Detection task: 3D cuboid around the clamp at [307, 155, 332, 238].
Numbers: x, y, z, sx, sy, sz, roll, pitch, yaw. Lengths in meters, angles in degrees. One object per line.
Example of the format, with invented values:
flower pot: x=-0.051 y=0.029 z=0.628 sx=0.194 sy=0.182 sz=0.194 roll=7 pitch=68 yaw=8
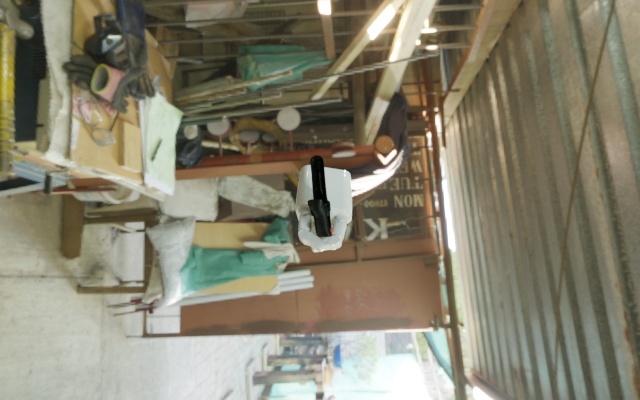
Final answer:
clamp: x=0.001 y=0.003 z=0.885 sx=0.039 sy=0.120 sz=0.172 roll=3 pitch=-33 yaw=7
